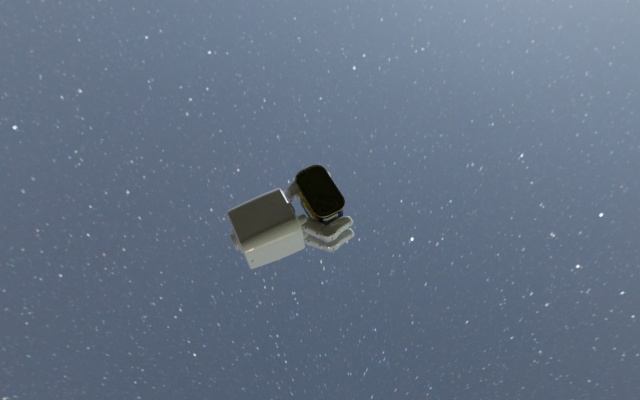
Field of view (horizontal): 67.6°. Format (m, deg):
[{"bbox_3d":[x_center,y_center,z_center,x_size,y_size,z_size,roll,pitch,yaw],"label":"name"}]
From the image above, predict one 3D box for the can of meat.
[{"bbox_3d":[0.000,0.003,0.843,0.057,0.102,0.084,-26,-28,-12],"label":"can of meat"}]
